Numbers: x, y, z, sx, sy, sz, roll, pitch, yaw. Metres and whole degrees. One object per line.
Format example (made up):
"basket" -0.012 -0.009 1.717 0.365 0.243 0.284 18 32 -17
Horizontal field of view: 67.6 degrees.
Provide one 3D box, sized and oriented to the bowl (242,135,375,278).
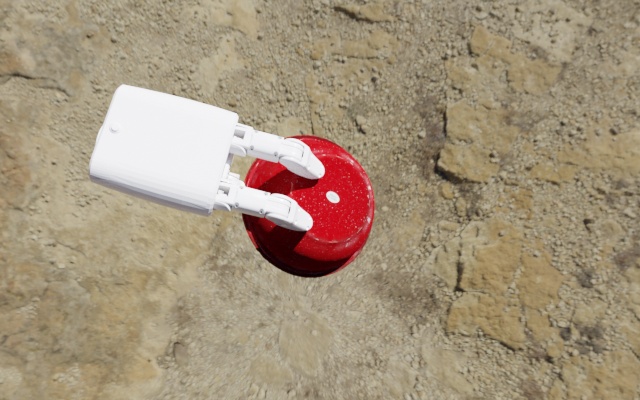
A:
"bowl" 0.001 0.002 0.513 0.162 0.162 0.055 0 -8 -25
